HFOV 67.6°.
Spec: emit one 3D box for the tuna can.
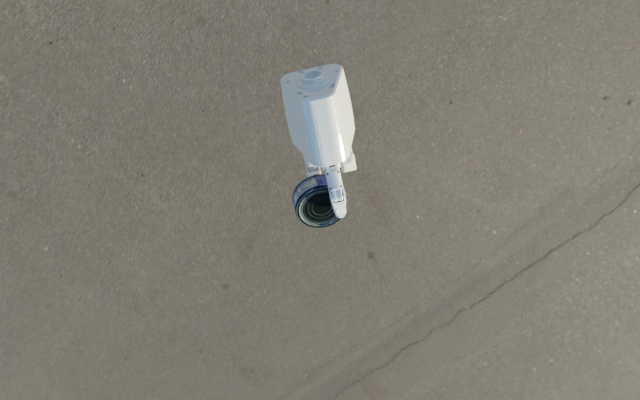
[{"bbox_3d":[0.000,0.003,0.751,0.086,0.086,0.033,0,39,-13],"label":"tuna can"}]
